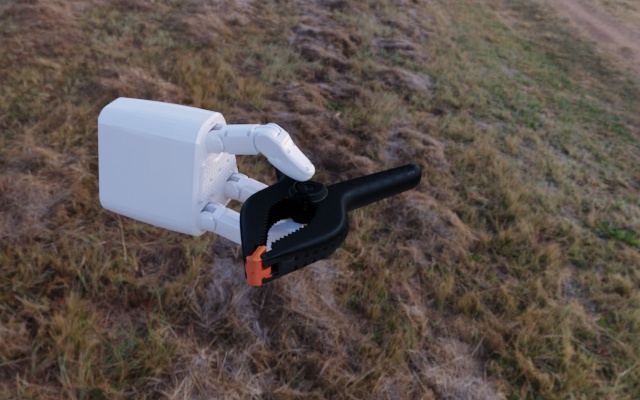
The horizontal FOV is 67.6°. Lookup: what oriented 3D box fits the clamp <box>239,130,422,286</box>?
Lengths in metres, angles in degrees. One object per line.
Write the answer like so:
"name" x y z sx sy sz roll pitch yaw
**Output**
"clamp" 0.000 0.001 0.431 0.164 0.036 0.210 11 36 12
